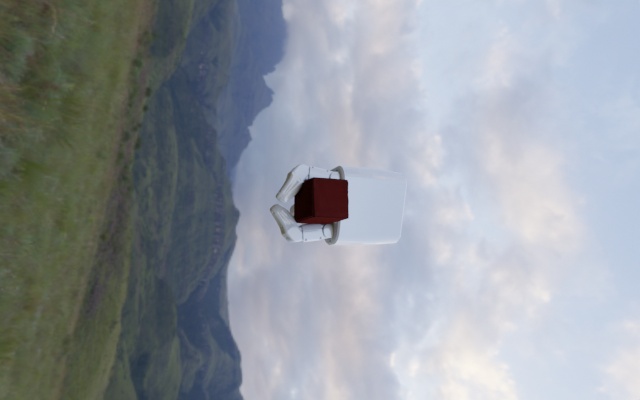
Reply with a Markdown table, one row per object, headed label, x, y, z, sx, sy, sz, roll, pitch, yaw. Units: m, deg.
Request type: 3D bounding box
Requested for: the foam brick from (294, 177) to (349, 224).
| label | x | y | z | sx | sy | sz | roll | pitch | yaw |
| --- | --- | --- | --- | --- | --- | --- | --- | --- | --- |
| foam brick | 0.000 | 0.002 | 0.645 | 0.051 | 0.053 | 0.078 | 4 | -10 | -21 |
